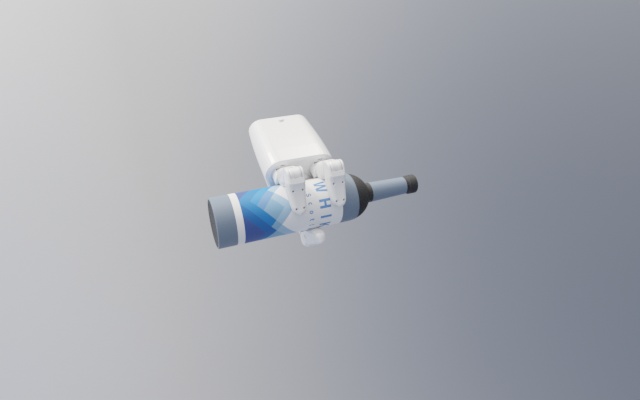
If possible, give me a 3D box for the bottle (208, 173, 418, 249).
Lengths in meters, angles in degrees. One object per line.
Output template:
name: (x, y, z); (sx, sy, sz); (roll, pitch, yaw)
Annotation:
bottle: (0.000, 0.002, 0.653); (0.295, 0.069, 0.069); (-11, 4, -19)
